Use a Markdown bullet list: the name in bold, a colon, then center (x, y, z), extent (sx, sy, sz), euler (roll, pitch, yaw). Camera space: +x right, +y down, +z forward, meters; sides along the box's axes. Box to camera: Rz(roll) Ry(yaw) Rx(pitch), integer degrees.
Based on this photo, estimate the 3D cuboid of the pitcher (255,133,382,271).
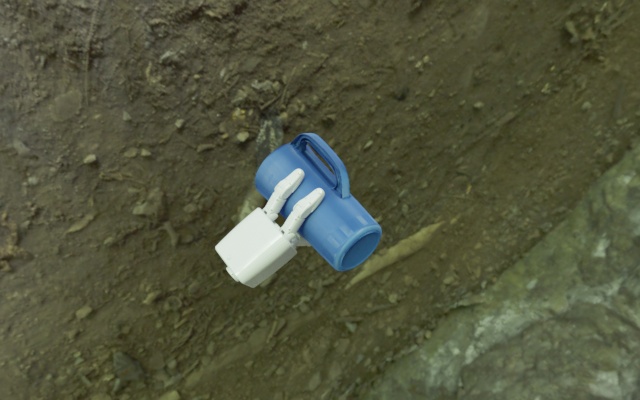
- **pitcher**: center (0.000, 0.003, 0.870), extent (0.242, 0.145, 0.149), euler (46, -8, 30)
